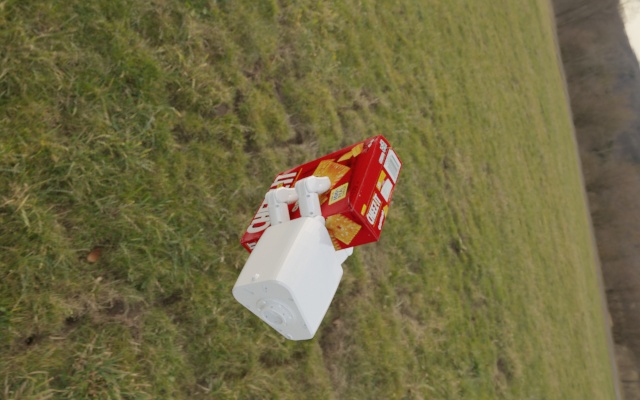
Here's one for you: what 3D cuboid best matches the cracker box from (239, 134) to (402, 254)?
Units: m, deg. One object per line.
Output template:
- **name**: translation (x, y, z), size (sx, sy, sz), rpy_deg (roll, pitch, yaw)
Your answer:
- **cracker box**: translation (0.000, 0.002, 0.706), size (0.214, 0.072, 0.164), rpy_deg (-17, 33, 36)
